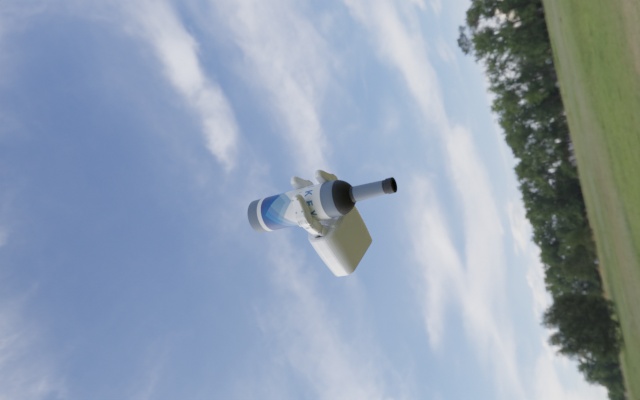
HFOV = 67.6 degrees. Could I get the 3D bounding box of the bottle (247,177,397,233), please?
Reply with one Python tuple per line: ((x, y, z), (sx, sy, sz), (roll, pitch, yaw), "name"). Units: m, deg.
((0.000, 0.003, 0.879), (0.296, 0.069, 0.069), (-13, -7, 29), "bottle")
